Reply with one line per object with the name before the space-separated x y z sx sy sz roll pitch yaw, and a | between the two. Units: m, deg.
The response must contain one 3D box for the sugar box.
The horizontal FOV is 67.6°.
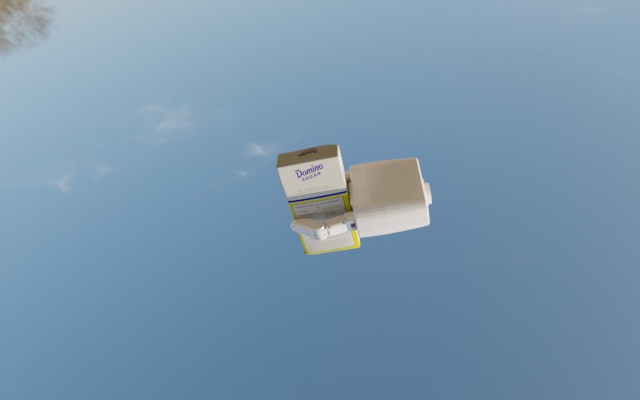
sugar box | 0.000 0.002 0.732 0.093 0.176 0.048 -9 34 8
